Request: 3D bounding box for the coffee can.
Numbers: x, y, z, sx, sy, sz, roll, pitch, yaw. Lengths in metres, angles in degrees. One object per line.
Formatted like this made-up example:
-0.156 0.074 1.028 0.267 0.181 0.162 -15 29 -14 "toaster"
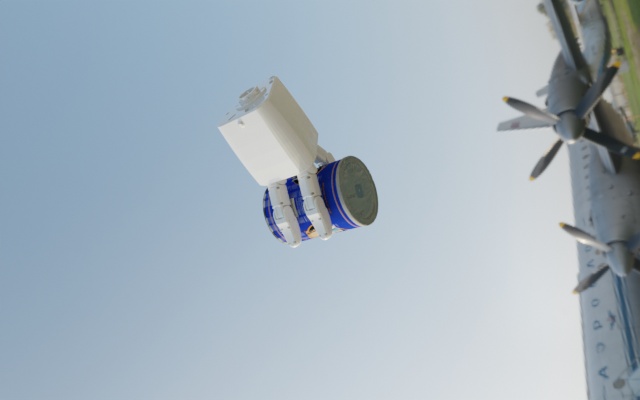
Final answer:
0.000 0.002 0.710 0.140 0.103 0.103 -17 -9 33 "coffee can"
